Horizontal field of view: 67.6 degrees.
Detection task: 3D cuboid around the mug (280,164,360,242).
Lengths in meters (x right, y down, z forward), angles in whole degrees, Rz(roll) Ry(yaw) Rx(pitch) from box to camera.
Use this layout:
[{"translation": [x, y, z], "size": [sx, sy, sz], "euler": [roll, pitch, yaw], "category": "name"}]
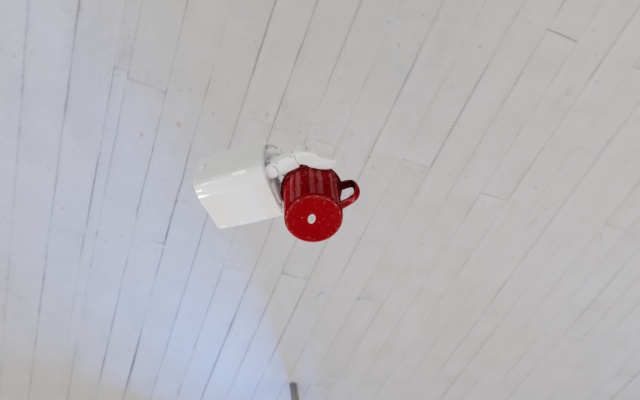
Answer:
[{"translation": [0.002, 0.002, 0.680], "size": [0.117, 0.093, 0.081], "euler": [-16, 32, 6], "category": "mug"}]
